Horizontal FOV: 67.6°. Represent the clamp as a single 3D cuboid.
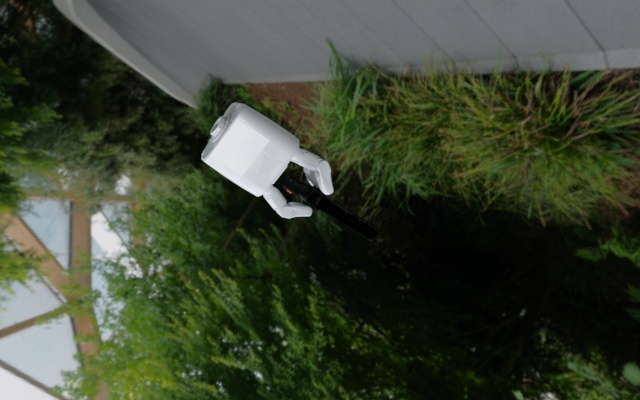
[{"bbox_3d":[-0.001,0.003,0.816,0.164,0.036,0.210,33,-2,-26],"label":"clamp"}]
